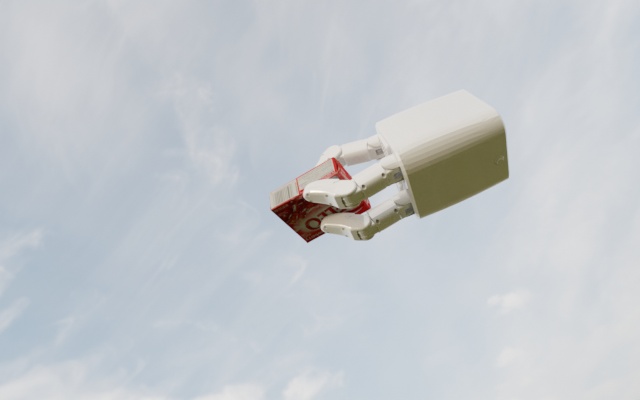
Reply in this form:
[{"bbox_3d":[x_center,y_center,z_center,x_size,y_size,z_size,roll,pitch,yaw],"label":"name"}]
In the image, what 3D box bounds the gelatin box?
[{"bbox_3d":[0.000,0.002,0.528,0.089,0.030,0.073,-29,-47,18],"label":"gelatin box"}]
